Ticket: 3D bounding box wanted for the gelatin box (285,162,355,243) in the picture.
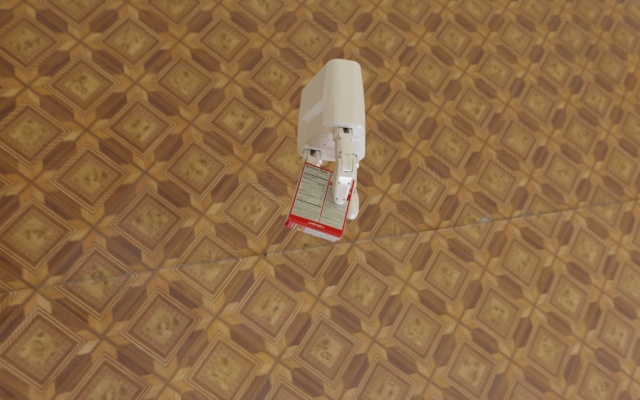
[{"bbox_3d":[0.000,0.002,0.628,0.073,0.089,0.030,18,-27,-8],"label":"gelatin box"}]
